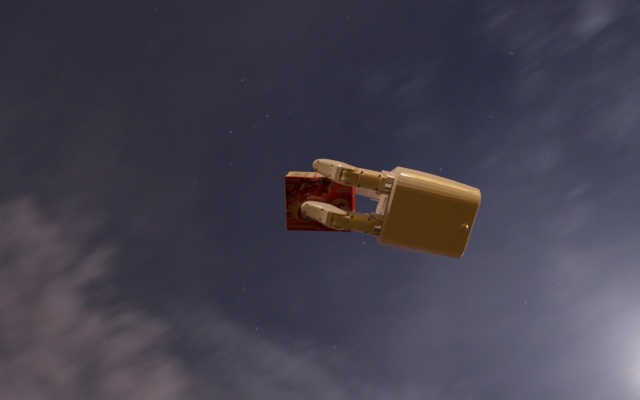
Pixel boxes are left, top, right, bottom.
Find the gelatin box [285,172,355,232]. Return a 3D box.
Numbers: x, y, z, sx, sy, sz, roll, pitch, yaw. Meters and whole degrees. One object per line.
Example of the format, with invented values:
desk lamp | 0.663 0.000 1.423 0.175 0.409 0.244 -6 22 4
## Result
gelatin box | 0.000 0.002 0.616 0.089 0.073 0.030 2 16 9
